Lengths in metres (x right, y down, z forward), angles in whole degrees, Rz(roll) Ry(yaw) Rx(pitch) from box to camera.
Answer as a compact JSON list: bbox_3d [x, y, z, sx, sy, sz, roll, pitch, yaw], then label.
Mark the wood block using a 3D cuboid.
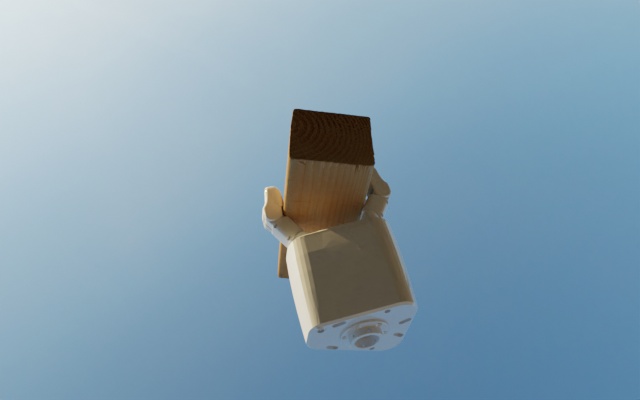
[{"bbox_3d":[0.000,0.002,0.583,0.091,0.090,0.206,5,-45,-5],"label":"wood block"}]
